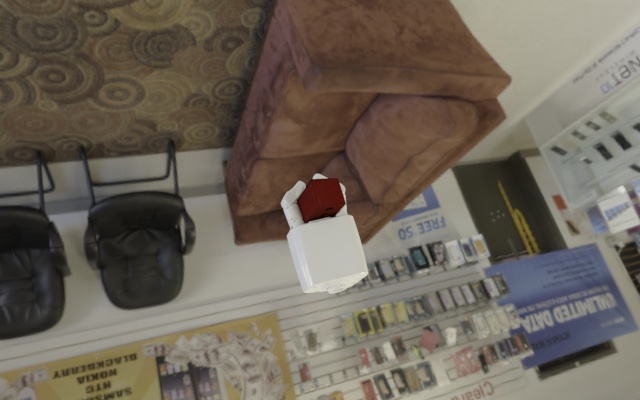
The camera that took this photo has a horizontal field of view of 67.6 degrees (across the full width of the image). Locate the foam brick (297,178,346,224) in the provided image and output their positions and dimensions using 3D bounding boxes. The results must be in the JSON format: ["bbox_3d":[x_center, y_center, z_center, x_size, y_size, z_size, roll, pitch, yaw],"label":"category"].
[{"bbox_3d":[0.000,0.002,0.811,0.053,0.051,0.078,-5,-24,-25],"label":"foam brick"}]
